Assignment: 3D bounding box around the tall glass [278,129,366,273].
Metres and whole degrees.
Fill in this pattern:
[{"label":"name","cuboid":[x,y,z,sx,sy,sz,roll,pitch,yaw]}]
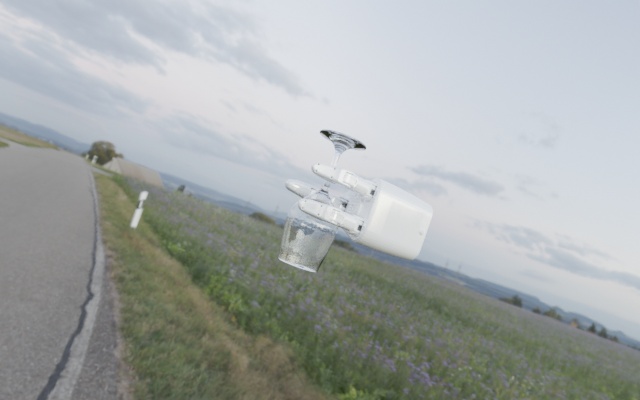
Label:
[{"label":"tall glass","cuboid":[0.000,0.002,0.706,0.079,0.201,0.079,20,-5,2]}]
